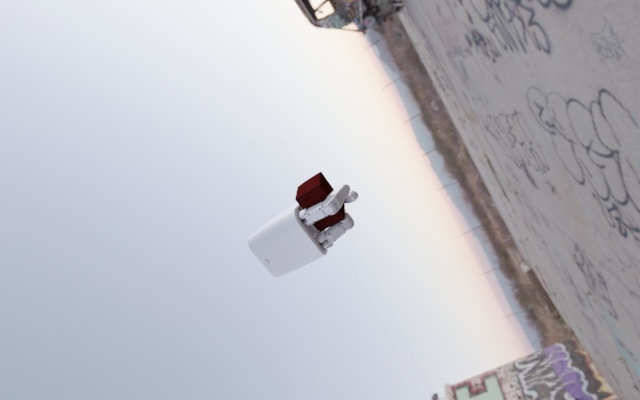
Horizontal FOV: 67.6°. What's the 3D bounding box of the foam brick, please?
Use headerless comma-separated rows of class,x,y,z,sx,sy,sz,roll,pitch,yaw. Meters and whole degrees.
foam brick,0.000,0.002,0.811,0.051,0.078,0.053,-29,23,18
